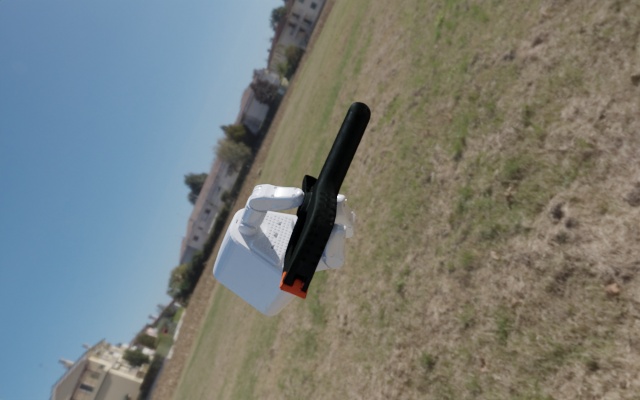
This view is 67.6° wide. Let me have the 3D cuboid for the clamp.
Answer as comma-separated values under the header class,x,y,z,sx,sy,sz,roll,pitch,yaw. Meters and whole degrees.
class,x,y,z,sx,sy,sz,roll,pitch,yaw
clamp,-0.001,0.002,0.513,0.036,0.209,0.165,23,-43,-10
